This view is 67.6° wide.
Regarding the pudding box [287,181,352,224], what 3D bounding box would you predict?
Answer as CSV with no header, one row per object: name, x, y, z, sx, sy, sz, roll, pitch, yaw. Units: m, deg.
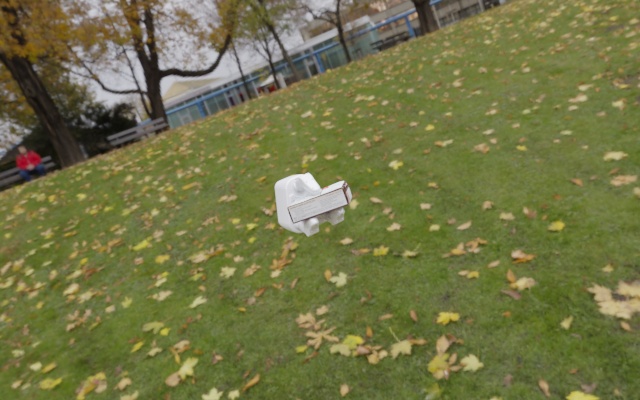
pudding box,0.000,0.003,0.899,0.113,0.039,0.090,-21,7,10
